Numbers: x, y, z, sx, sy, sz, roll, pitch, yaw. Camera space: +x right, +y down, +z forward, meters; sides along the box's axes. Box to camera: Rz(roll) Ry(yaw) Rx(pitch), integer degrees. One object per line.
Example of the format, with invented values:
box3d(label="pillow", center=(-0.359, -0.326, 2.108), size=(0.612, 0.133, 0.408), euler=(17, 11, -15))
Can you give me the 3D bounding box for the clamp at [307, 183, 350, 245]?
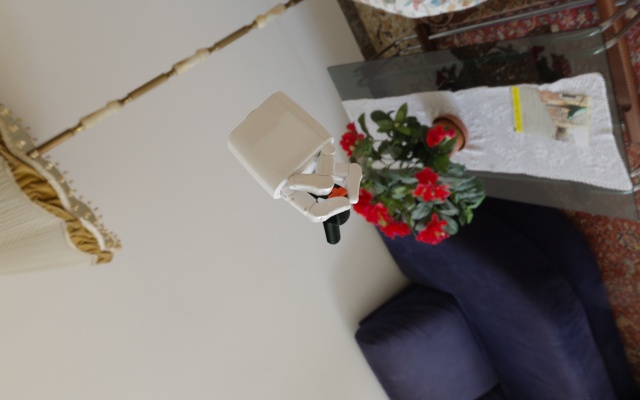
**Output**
box3d(label="clamp", center=(0.000, 0.003, 0.755), size=(0.039, 0.120, 0.171), euler=(-43, -9, -22))
